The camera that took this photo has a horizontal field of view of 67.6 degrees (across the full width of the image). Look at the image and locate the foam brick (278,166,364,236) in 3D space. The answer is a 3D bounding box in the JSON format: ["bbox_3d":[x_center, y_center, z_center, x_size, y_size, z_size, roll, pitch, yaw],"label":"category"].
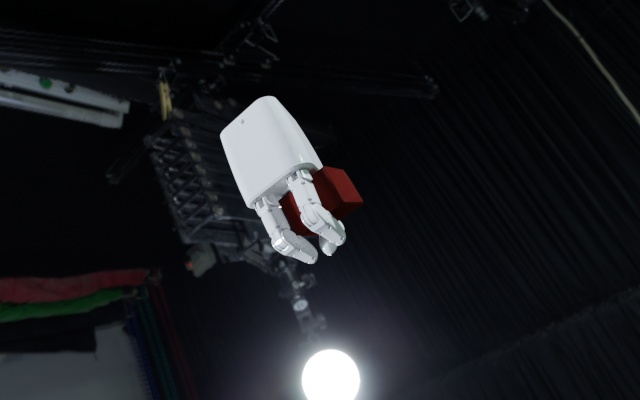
[{"bbox_3d":[0.000,0.002,0.572,0.078,0.051,0.053,-35,-19,24],"label":"foam brick"}]
